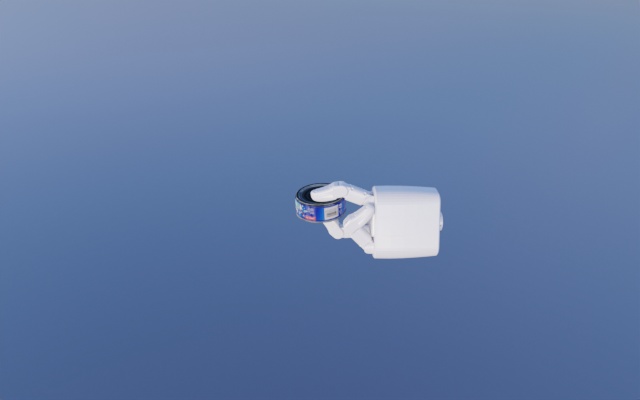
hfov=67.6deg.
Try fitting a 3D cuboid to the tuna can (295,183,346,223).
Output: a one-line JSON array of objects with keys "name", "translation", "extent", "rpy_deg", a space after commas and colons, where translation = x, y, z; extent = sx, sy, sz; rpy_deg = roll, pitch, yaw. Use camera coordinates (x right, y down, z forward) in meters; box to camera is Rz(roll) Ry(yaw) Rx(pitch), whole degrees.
[{"name": "tuna can", "translation": [0.000, 0.002, 0.807], "extent": [0.086, 0.034, 0.086], "rpy_deg": [-3, 28, 1]}]
